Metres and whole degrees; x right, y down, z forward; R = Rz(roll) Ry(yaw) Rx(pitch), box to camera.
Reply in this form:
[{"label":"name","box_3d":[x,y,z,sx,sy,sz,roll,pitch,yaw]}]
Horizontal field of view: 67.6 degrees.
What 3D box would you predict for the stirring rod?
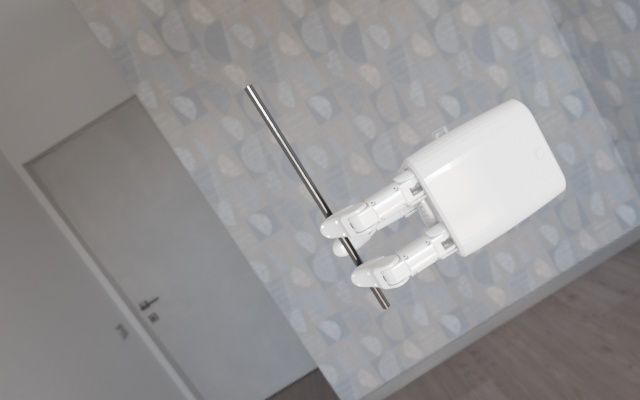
[{"label":"stirring rod","box_3d":[0.000,0.001,0.436,0.011,0.239,0.011,-31,10,6]}]
